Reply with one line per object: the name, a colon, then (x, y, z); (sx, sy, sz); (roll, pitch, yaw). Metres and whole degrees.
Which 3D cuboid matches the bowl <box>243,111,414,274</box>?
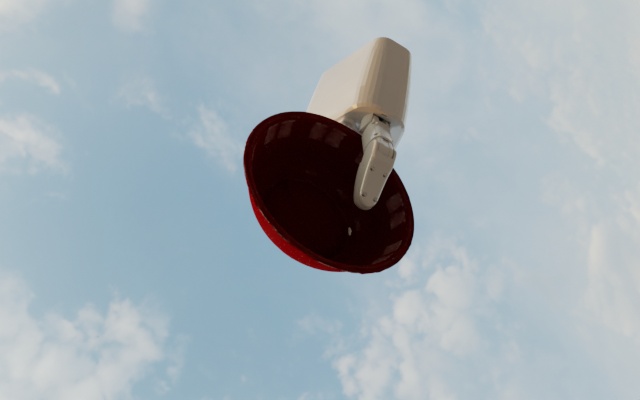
bowl: (-0.001, 0.002, 0.410); (0.162, 0.162, 0.055); (0, -34, -36)
